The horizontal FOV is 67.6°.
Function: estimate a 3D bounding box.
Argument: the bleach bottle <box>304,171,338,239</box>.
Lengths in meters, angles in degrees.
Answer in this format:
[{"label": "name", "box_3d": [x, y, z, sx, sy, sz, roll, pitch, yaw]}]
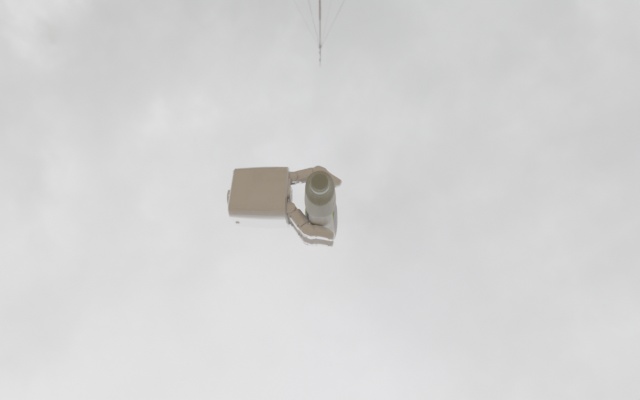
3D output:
[{"label": "bleach bottle", "box_3d": [0.000, 0.003, 0.878, 0.068, 0.102, 0.251, -2, -19, 0]}]
